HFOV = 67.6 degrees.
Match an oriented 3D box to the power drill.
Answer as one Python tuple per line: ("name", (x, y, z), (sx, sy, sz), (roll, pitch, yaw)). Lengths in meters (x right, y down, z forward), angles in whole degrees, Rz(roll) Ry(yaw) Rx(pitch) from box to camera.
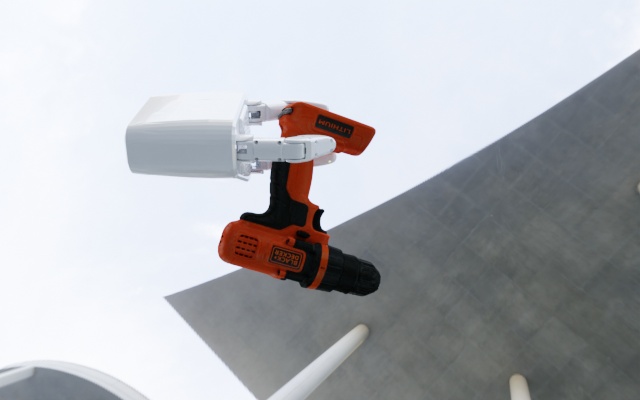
("power drill", (0.000, 0.001, 0.520), (0.184, 0.187, 0.057), (18, -7, -18))
